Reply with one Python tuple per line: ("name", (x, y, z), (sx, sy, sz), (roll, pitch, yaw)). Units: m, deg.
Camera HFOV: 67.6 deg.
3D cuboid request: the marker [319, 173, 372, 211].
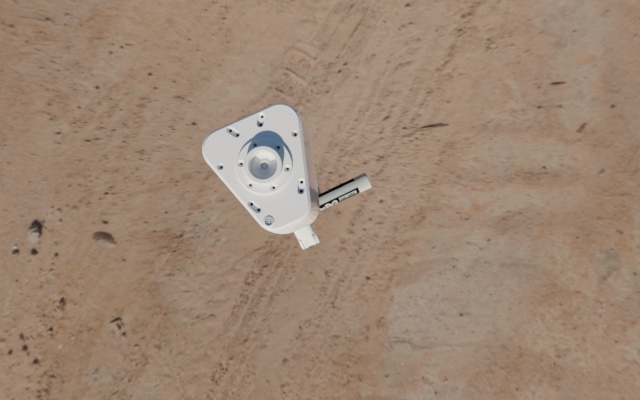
("marker", (0.000, 0.002, 0.547), (0.121, 0.020, 0.020), (-25, 0, 1))
